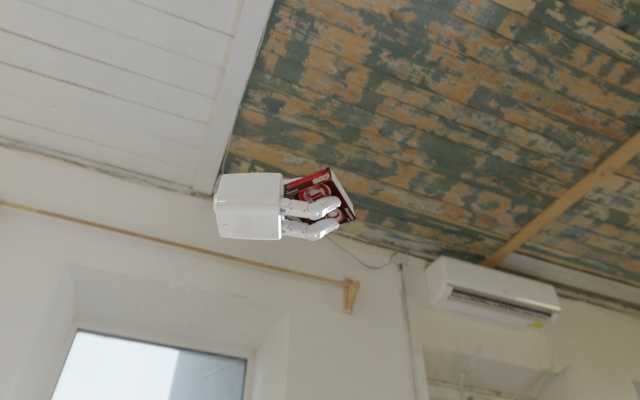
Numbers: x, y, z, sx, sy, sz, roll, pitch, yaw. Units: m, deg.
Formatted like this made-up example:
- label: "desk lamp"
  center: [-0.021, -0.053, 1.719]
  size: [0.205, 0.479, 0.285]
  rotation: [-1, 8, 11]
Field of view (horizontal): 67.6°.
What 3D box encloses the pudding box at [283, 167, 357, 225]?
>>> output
- label: "pudding box"
  center: [0.000, 0.003, 0.833]
  size: [0.090, 0.039, 0.114]
  rotation: [-20, -44, 16]
